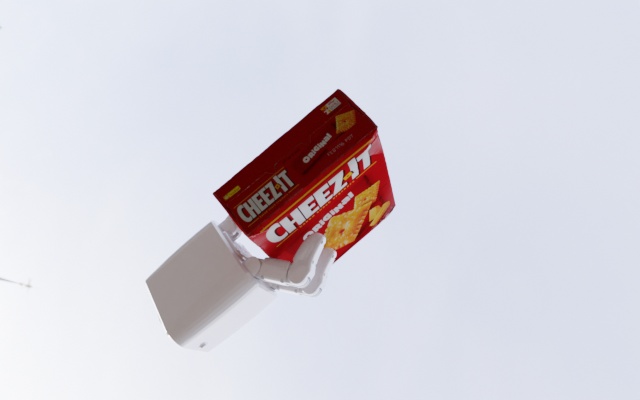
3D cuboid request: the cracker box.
[{"bbox_3d":[0.000,0.002,0.545,0.164,0.072,0.214,-41,-25,-4],"label":"cracker box"}]
